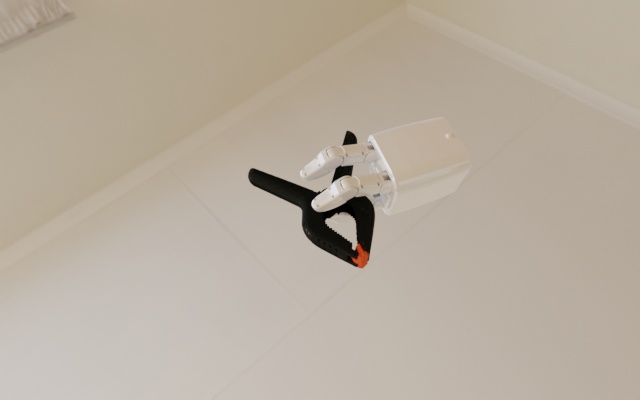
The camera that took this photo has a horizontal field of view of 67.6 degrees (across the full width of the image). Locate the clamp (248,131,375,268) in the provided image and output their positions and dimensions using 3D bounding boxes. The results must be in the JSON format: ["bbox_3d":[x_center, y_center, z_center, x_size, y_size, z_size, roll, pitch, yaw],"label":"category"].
[{"bbox_3d":[0.001,0.003,0.627,0.164,0.209,0.036,-18,-37,-5],"label":"clamp"}]
